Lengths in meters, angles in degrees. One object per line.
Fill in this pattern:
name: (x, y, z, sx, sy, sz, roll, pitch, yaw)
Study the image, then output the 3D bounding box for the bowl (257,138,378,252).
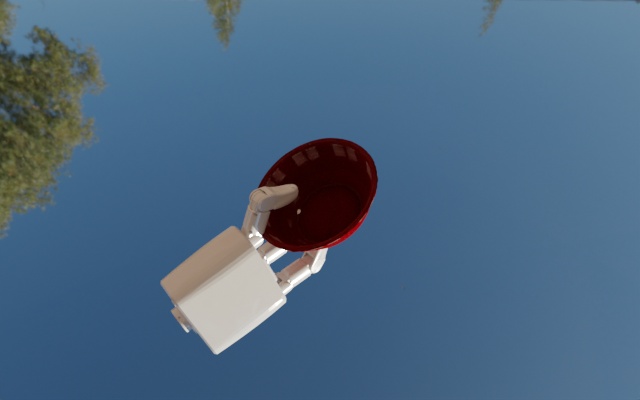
bowl: (0.001, 0.001, 0.589, 0.162, 0.162, 0.055, 0, -32, 27)
